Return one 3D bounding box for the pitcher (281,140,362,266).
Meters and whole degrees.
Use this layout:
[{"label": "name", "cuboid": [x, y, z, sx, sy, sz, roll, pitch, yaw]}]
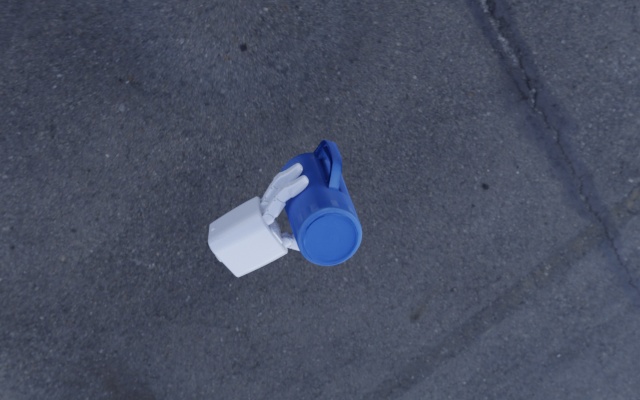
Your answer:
[{"label": "pitcher", "cuboid": [0.000, 0.003, 0.864, 0.145, 0.149, 0.242, -27, 26, 2]}]
